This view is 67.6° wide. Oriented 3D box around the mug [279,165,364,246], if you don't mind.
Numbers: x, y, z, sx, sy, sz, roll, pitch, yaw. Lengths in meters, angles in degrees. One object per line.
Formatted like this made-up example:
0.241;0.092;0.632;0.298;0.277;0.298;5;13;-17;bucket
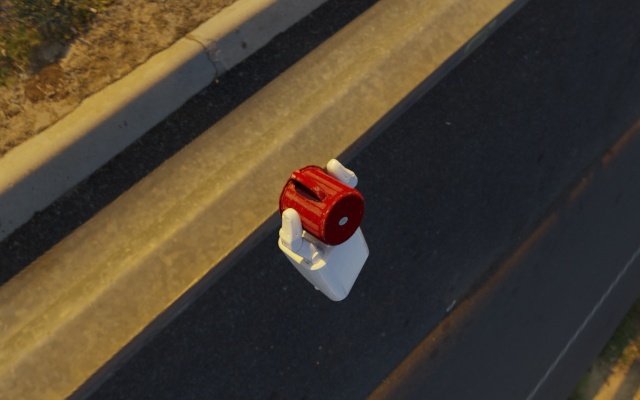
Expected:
0.000;0.001;0.632;0.081;0.093;0.117;30;-19;40;mug
